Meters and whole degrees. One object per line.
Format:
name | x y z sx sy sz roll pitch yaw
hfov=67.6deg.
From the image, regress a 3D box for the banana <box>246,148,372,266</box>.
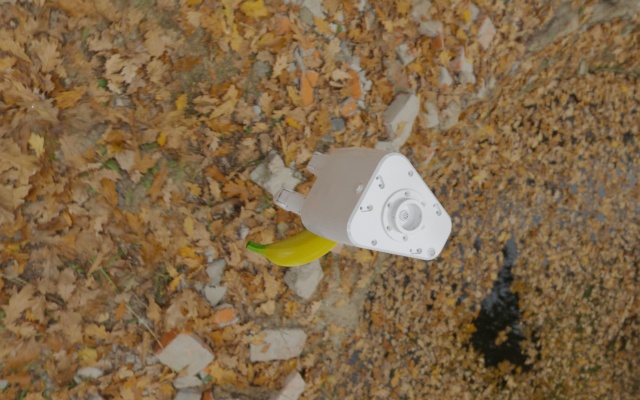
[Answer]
banana | 0.008 0.019 0.575 0.198 0.069 0.037 -39 12 -11
